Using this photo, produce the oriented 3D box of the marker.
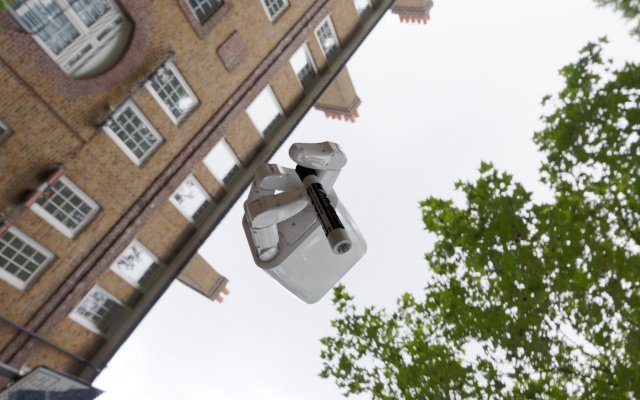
[{"bbox_3d":[0.000,0.001,0.453,0.020,0.020,0.121,0,41,-25],"label":"marker"}]
